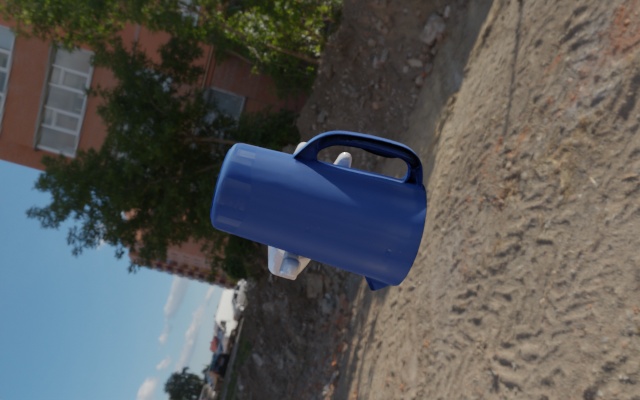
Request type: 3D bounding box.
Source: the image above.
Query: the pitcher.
[{"bbox_3d":[0.000,0.002,0.582,0.243,0.149,0.145,15,-28,-5],"label":"pitcher"}]
